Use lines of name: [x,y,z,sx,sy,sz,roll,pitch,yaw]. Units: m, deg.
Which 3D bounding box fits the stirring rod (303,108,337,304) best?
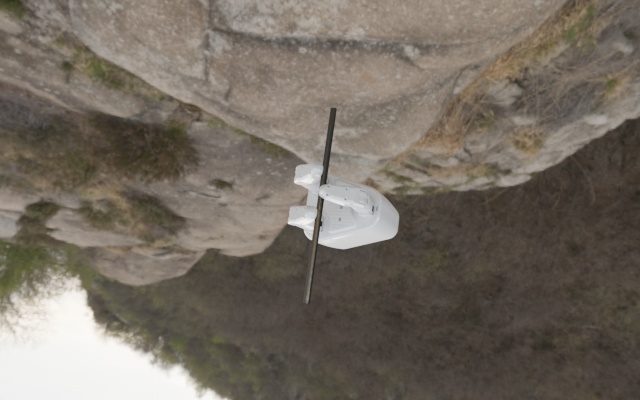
stirring rod: [0.000,0.002,0.575,0.011,0.239,0.011,8,-11,2]
